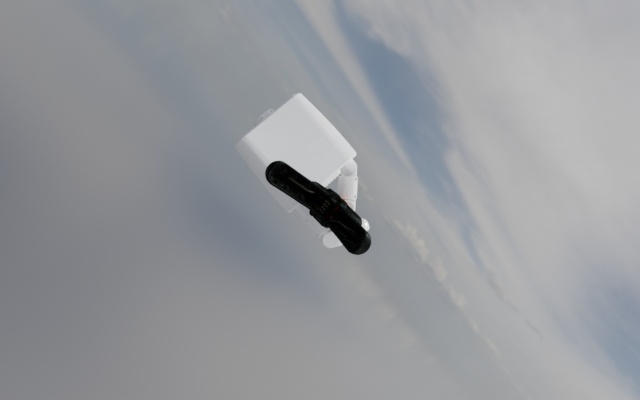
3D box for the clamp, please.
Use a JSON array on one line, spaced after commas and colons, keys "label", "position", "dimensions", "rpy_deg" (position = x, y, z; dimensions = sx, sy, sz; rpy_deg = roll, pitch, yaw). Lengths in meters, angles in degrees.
[{"label": "clamp", "position": [0.001, 0.001, 0.506], "dimensions": [0.039, 0.120, 0.171], "rpy_deg": [-44, 1, 2]}]
